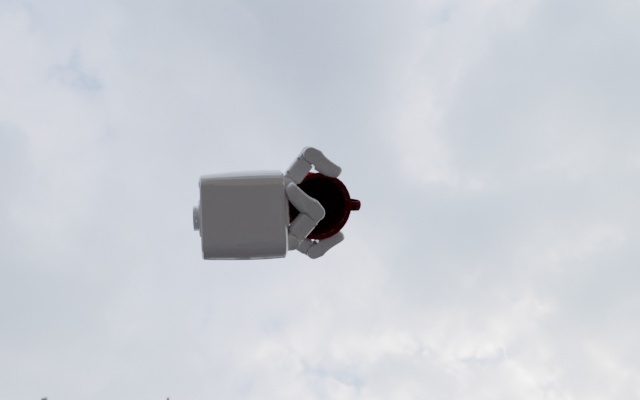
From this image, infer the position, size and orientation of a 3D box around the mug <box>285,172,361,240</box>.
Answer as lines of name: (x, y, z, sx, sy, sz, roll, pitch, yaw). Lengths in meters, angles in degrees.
mug: (0.001, 0.002, 0.689, 0.117, 0.093, 0.081, 0, 9, -14)
